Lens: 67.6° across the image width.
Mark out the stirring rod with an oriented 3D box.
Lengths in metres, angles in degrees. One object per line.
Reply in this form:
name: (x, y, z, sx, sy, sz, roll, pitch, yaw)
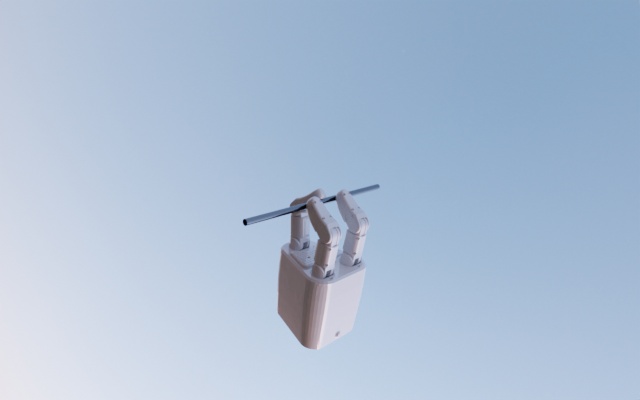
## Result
stirring rod: (0.000, 0.002, 0.604, 0.011, 0.011, 0.239, 0, 10, 44)
